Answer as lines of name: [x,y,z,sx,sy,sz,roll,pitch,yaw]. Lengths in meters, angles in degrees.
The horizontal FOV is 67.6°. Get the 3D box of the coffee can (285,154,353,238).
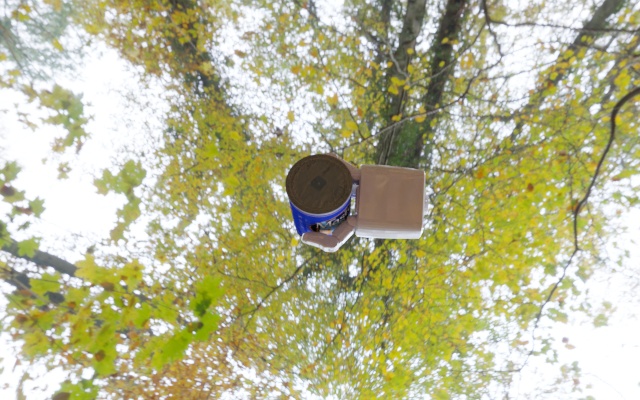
coffee can: [0.000,0.003,0.785,0.103,0.102,0.140,0,-25,2]
